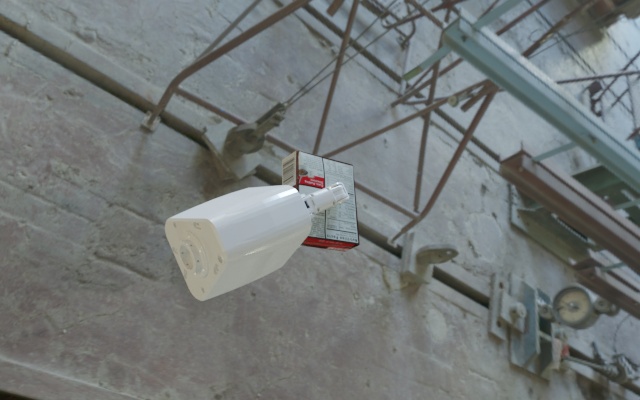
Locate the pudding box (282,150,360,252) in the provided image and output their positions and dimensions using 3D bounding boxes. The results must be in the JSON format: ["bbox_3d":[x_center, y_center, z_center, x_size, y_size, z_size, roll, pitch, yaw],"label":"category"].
[{"bbox_3d":[0.000,0.002,0.587,0.090,0.113,0.039,12,-24,-33],"label":"pudding box"}]
